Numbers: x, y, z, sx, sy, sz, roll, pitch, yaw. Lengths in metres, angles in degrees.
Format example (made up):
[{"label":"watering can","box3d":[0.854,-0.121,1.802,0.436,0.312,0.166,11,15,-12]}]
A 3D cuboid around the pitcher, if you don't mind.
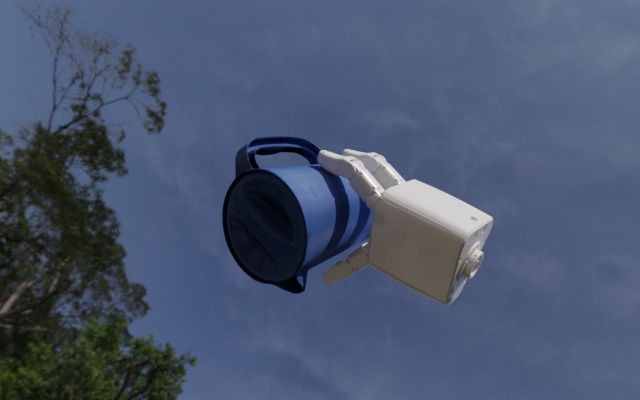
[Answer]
[{"label":"pitcher","box3d":[0.000,0.002,0.621,0.145,0.149,0.243,26,25,31]}]
